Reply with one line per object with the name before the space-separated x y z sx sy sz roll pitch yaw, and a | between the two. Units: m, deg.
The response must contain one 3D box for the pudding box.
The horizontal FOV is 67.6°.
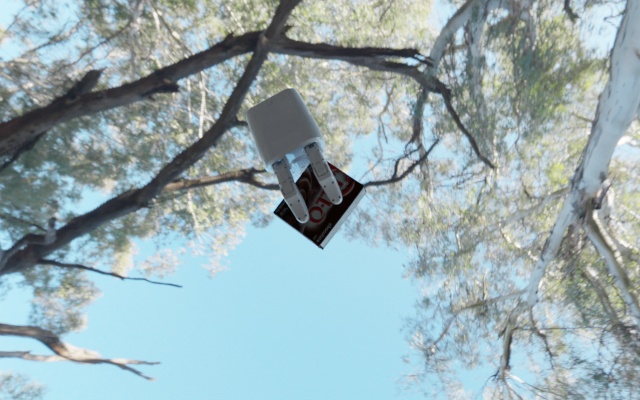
pudding box | 0.000 0.002 0.708 0.090 0.113 0.039 35 -4 20
